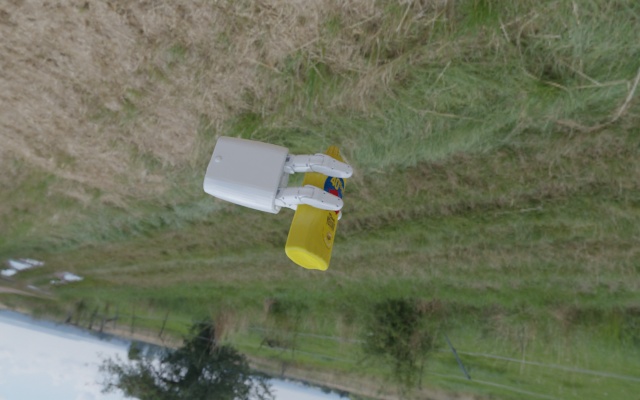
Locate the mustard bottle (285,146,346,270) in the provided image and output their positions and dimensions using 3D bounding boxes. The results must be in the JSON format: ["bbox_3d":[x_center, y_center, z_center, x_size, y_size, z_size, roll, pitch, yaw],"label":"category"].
[{"bbox_3d":[0.000,0.003,0.727,0.058,0.191,0.096,3,-24,24],"label":"mustard bottle"}]
